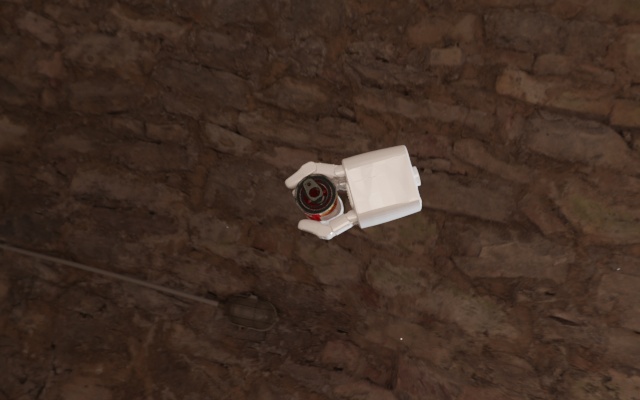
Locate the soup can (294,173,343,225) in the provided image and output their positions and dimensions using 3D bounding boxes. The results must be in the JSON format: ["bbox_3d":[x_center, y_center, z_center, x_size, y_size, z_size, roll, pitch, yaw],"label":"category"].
[{"bbox_3d":[0.000,0.003,0.801,0.068,0.068,0.102,0,-16,10],"label":"soup can"}]
